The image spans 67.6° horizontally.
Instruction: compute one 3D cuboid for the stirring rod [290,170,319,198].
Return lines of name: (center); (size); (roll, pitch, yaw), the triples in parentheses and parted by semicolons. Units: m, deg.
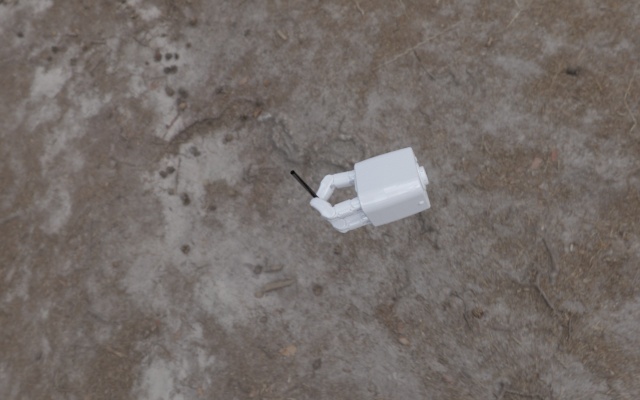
stirring rod: (0.000, 0.003, 0.865); (0.011, 0.011, 0.240); (0, -23, 24)
